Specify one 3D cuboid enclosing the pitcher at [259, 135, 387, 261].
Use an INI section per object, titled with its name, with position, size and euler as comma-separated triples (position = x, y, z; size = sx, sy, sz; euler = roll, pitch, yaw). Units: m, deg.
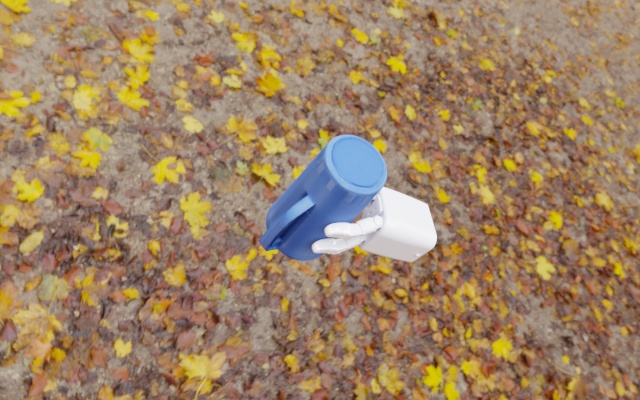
[pitcher]
position = 0.000, 0.003, 0.803
size = 0.145, 0.149, 0.243
euler = 19, -35, -17
